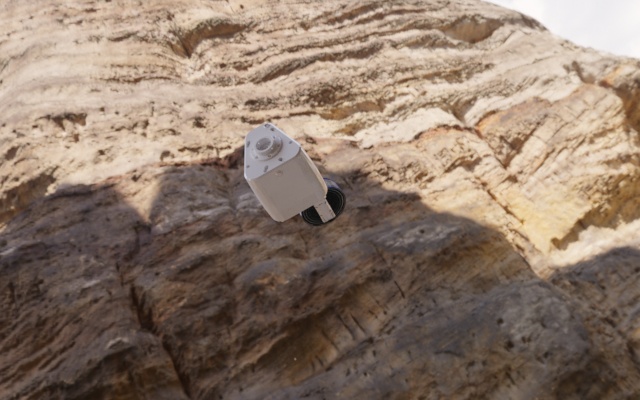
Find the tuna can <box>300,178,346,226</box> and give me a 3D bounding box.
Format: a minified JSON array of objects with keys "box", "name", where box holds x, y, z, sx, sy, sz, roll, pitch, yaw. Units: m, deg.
[{"box":[0.000,0.002,0.850,0.086,0.086,0.033,0,38,-29],"name":"tuna can"}]
